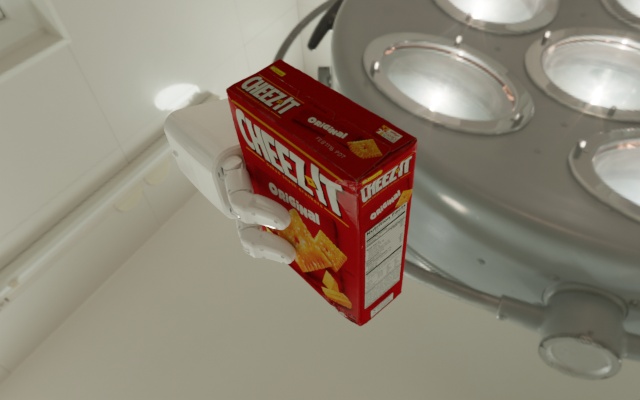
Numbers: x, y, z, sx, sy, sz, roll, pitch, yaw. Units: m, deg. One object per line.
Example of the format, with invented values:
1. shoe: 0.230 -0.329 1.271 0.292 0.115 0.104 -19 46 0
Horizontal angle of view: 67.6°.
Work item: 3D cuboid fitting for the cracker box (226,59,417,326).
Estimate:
1. cracker box: 0.000 0.001 0.452 0.072 0.214 0.164 -36 55 -24
